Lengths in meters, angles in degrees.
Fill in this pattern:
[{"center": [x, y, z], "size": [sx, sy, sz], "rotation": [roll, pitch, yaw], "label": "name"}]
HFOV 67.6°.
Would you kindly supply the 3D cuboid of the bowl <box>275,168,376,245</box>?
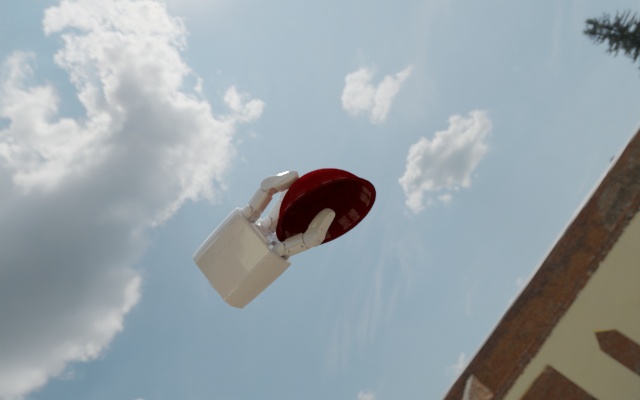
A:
[{"center": [0.001, 0.001, 0.716], "size": [0.162, 0.055, 0.162], "rotation": [-19, -33, -13], "label": "bowl"}]
